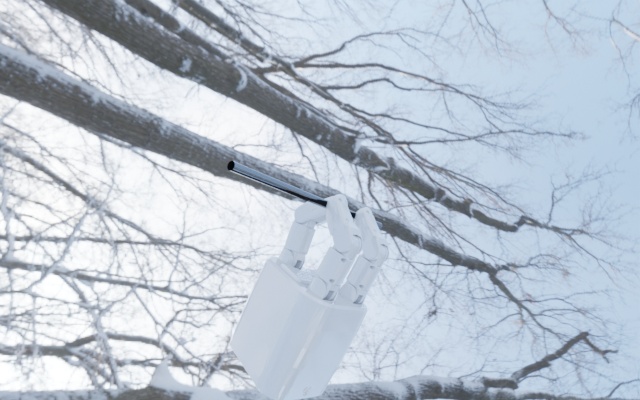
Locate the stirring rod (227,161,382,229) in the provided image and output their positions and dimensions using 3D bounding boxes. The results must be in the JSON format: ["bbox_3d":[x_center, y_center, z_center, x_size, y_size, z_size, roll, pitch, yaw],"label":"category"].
[{"bbox_3d":[0.000,0.002,0.458,0.011,0.011,0.239,0,-14,36],"label":"stirring rod"}]
